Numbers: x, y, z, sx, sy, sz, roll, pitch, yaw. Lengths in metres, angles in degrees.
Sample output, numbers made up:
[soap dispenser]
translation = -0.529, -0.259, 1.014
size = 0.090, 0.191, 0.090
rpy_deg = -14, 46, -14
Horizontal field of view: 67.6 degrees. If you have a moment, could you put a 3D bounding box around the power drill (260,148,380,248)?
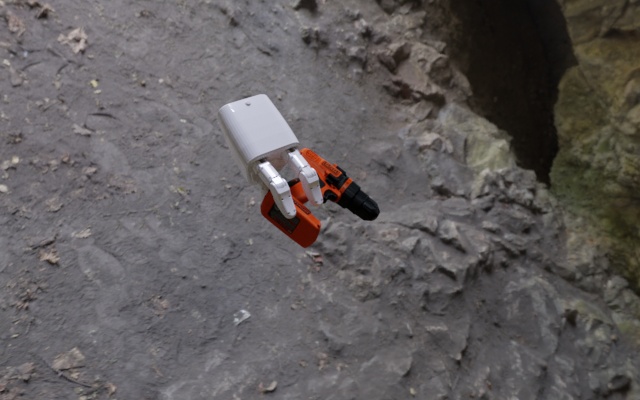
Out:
[power drill]
translation = 0.000, 0.003, 0.808
size = 0.184, 0.057, 0.187
rpy_deg = 37, 35, 7
